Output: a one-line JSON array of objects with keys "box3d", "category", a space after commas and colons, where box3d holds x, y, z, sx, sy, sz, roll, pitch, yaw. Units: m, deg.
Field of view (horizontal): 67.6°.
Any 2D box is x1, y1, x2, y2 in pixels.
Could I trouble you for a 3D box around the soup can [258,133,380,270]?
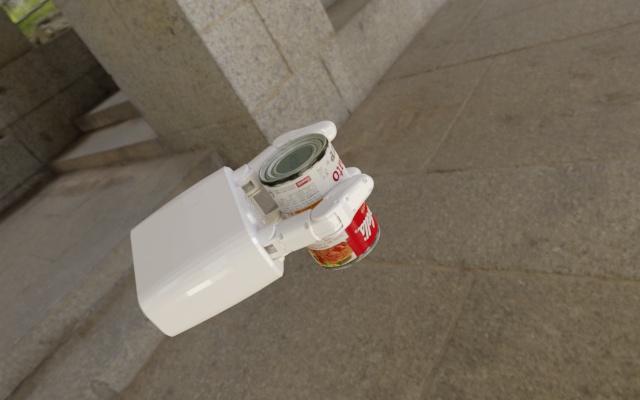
[{"box3d": [0.000, 0.001, 0.416, 0.068, 0.102, 0.068, -24, 30, 15], "category": "soup can"}]
